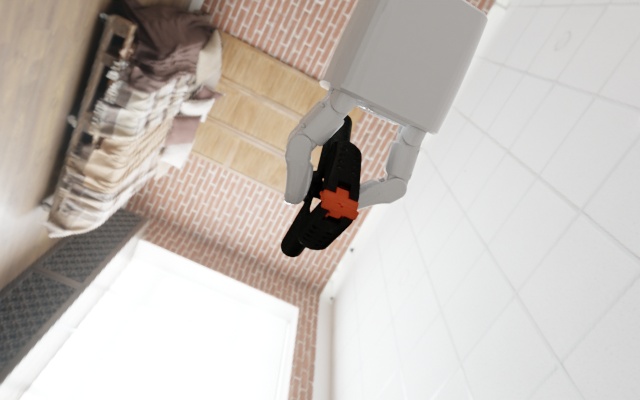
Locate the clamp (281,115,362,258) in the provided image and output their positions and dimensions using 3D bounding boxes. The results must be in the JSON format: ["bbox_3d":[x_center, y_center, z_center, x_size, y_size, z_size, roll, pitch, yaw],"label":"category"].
[{"bbox_3d":[0.001,0.002,0.432,0.036,0.164,0.210,20,10,-7],"label":"clamp"}]
